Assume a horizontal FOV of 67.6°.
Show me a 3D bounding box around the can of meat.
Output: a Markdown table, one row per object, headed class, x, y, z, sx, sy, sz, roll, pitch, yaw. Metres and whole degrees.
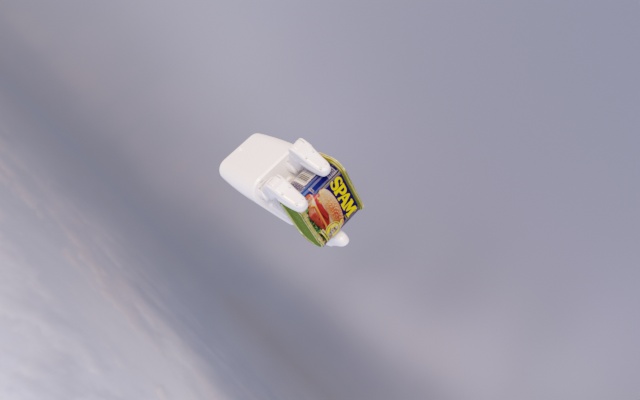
| class | x | y | z | sx | sy | sz | roll | pitch | yaw |
| --- | --- | --- | --- | --- | --- | --- | --- | --- | --- |
| can of meat | 0.000 | 0.002 | 0.639 | 0.057 | 0.084 | 0.102 | 29 | -22 | 44 |
